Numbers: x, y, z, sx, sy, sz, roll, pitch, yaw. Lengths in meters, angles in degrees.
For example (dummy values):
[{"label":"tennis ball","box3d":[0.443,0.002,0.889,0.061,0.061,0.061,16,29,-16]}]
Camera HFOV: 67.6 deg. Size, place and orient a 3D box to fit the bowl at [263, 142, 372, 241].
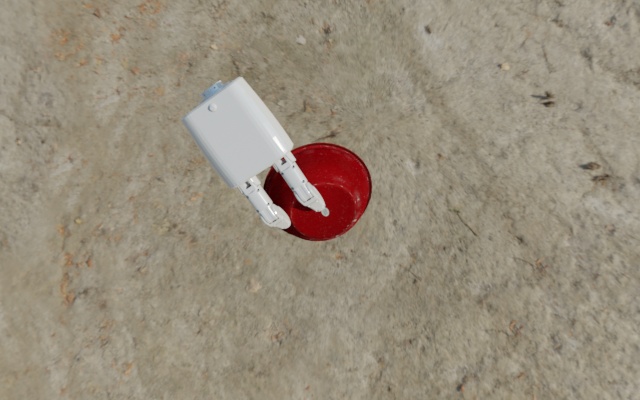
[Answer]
[{"label":"bowl","box3d":[0.001,0.003,0.677,0.162,0.162,0.055,0,31,-10]}]
